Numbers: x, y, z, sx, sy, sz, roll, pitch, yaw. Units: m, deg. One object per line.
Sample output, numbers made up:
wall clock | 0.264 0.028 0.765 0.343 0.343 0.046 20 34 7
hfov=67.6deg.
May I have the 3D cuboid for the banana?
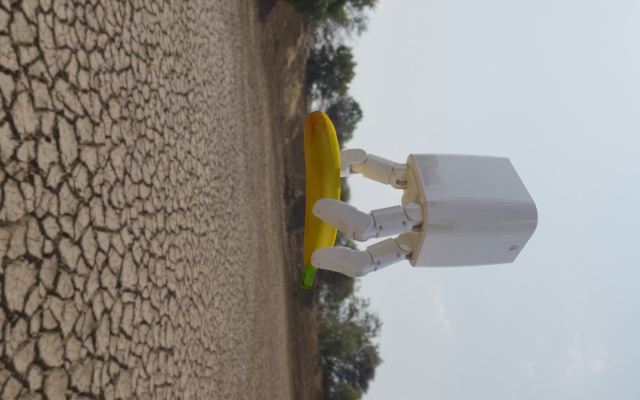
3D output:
banana | 0.001 -0.005 0.487 0.037 0.198 0.069 3 30 3
